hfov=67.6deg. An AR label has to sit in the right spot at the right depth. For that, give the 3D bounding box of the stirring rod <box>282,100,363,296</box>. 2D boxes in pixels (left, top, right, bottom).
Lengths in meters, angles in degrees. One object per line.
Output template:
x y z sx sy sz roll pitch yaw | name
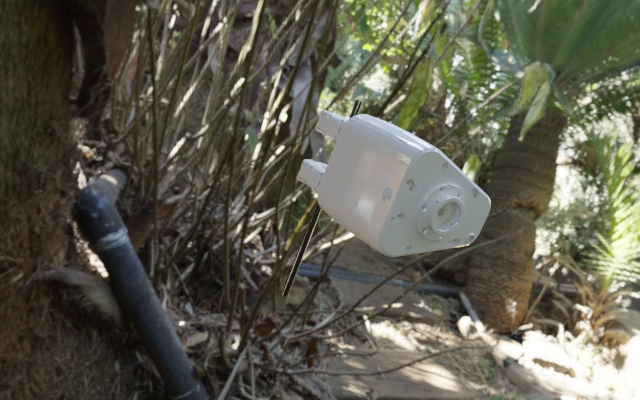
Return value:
0.000 0.002 0.543 0.011 0.239 0.011 20 12 -4 | stirring rod
